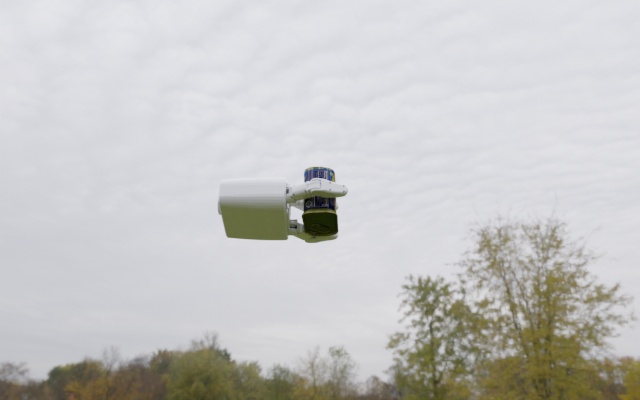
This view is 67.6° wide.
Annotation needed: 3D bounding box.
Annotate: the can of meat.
[{"bbox_3d":[0.000,0.002,0.797,0.057,0.084,0.102,-2,-26,3],"label":"can of meat"}]
